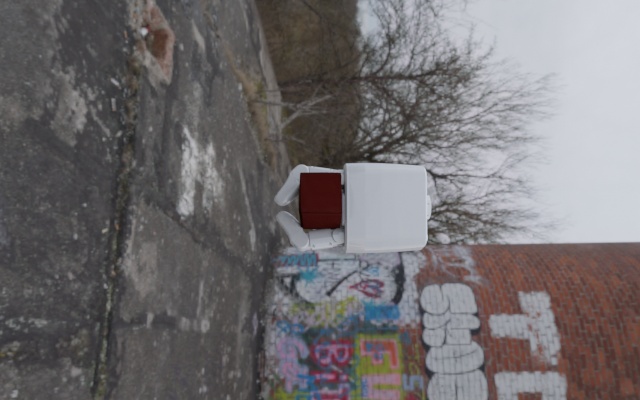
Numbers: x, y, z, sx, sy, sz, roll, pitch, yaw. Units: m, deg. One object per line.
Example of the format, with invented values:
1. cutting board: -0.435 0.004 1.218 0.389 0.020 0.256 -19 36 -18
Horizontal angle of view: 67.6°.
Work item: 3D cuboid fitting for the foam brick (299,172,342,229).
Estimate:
1. foam brick: 0.000 0.002 0.597 0.051 0.053 0.078 1 -17 0
